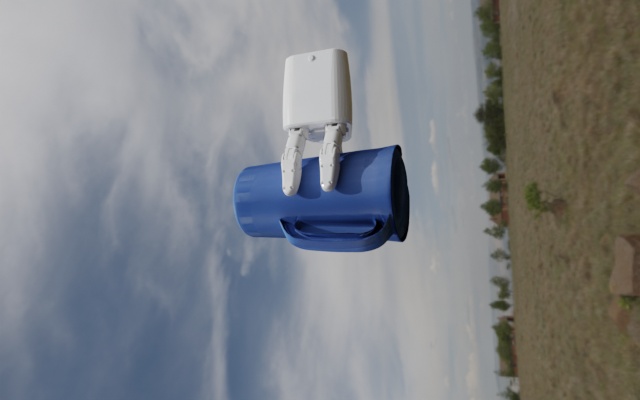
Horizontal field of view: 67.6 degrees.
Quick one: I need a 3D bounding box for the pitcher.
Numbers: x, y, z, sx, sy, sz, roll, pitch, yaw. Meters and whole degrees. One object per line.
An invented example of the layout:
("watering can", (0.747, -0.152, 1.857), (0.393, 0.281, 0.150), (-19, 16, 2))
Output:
("pitcher", (0.000, 0.002, 0.678), (0.243, 0.145, 0.149), (-4, -7, 20))
